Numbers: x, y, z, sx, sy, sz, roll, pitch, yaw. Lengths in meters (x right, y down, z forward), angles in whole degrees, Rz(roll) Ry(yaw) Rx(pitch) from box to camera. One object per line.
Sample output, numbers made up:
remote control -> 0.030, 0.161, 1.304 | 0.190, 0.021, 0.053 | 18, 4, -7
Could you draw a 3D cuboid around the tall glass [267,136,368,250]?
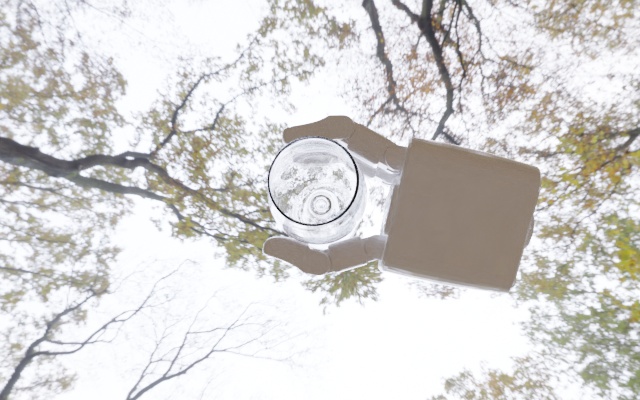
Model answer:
tall glass -> 0.000, 0.001, 0.415 | 0.079, 0.079, 0.201 | 0, -9, 3
